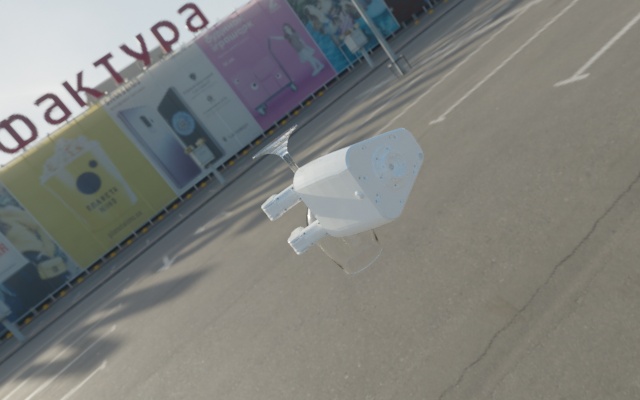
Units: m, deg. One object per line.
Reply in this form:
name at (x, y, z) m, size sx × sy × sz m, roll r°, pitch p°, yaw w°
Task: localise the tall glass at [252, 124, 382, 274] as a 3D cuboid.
tall glass at (0.000, 0.002, 0.630) m, size 0.079 × 0.201 × 0.079 m, roll -35°, pitch 11°, yaw 8°
